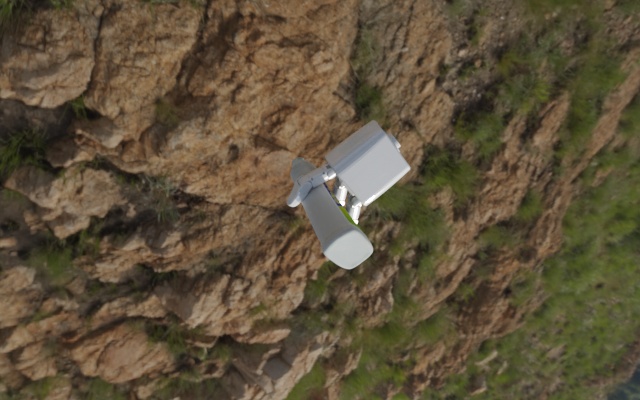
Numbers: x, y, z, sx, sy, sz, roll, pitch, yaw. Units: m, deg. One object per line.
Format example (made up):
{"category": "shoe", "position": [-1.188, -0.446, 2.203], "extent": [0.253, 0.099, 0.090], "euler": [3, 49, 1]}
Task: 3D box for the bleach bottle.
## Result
{"category": "bleach bottle", "position": [0.000, 0.003, 0.851], "extent": [0.068, 0.250, 0.103], "euler": [-38, -42, 8]}
